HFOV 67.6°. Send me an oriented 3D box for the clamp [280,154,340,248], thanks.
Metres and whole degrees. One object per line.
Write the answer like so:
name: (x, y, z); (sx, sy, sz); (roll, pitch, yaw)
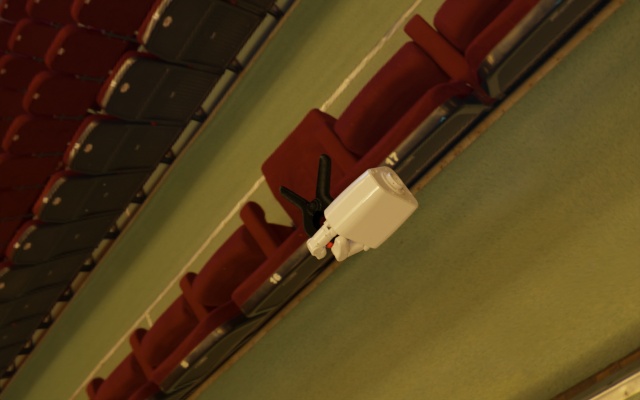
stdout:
clamp: (0.000, 0.003, 0.849); (0.039, 0.171, 0.120); (8, -48, -51)
